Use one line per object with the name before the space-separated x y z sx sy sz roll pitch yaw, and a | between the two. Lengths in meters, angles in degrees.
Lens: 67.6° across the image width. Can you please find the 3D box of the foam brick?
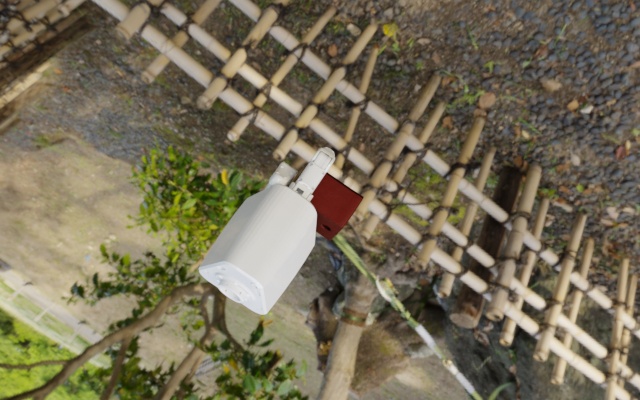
foam brick | 0.000 0.002 0.571 0.078 0.051 0.053 34 -28 -2
